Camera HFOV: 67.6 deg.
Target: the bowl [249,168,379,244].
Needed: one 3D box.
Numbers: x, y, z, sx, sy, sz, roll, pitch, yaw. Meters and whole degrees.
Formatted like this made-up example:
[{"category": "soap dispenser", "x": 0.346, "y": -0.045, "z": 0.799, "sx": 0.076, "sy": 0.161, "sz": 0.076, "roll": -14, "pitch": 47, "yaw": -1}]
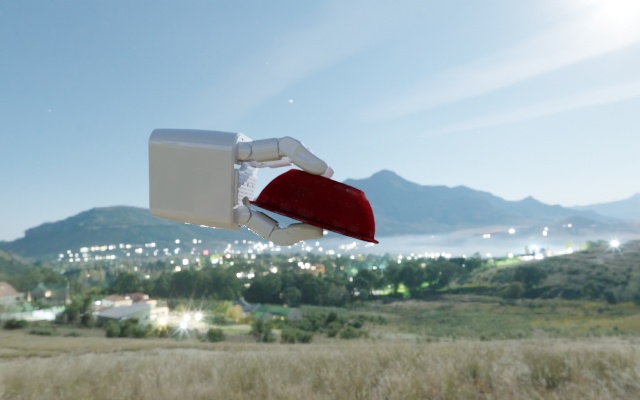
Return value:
[{"category": "bowl", "x": 0.001, "y": 0.002, "z": 0.567, "sx": 0.162, "sy": 0.055, "sz": 0.162, "roll": 18, "pitch": -1, "yaw": 0}]
